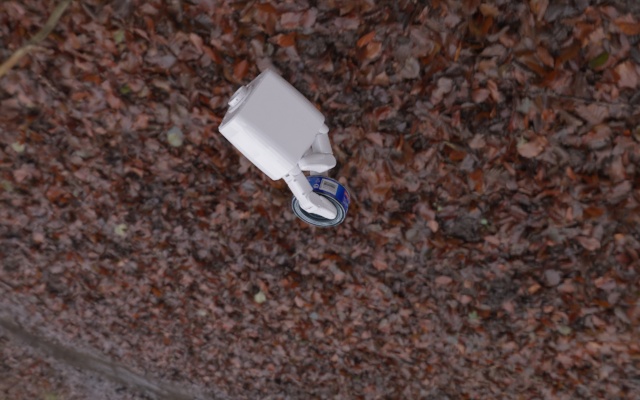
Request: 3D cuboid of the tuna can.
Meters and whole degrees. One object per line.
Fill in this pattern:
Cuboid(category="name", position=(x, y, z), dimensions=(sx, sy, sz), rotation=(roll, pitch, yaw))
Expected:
Cuboid(category="tuna can", position=(0.000, 0.003, 0.724), dimensions=(0.086, 0.033, 0.086), rotation=(10, -39, 8))
